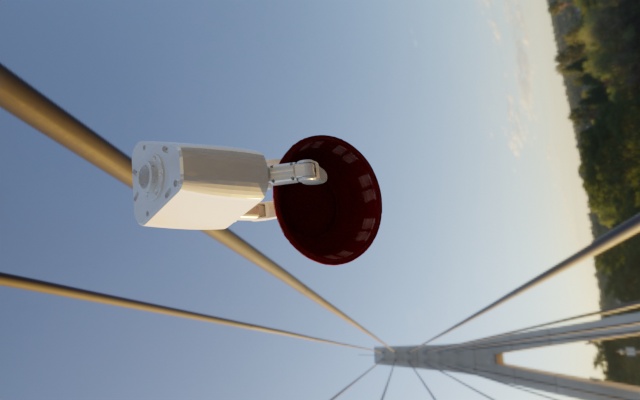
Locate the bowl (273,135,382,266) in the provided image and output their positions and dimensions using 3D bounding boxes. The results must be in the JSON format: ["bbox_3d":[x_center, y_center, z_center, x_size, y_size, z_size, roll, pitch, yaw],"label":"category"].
[{"bbox_3d":[0.001,0.002,0.606,0.162,0.162,0.055,0,-9,-33],"label":"bowl"}]
